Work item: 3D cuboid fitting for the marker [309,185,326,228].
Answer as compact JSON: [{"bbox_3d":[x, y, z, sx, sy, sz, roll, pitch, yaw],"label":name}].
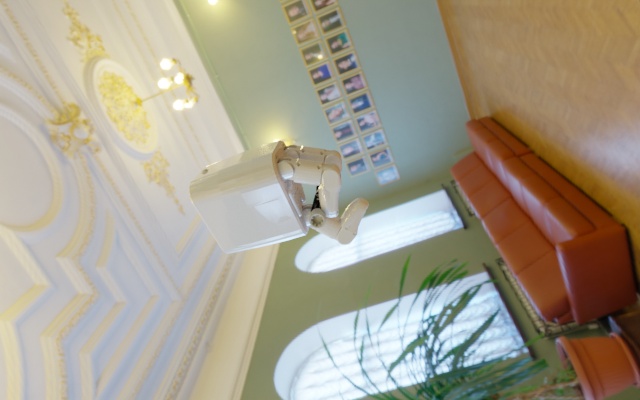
[{"bbox_3d":[0.000,0.002,0.581,0.020,0.020,0.121,0,20,4],"label":"marker"}]
